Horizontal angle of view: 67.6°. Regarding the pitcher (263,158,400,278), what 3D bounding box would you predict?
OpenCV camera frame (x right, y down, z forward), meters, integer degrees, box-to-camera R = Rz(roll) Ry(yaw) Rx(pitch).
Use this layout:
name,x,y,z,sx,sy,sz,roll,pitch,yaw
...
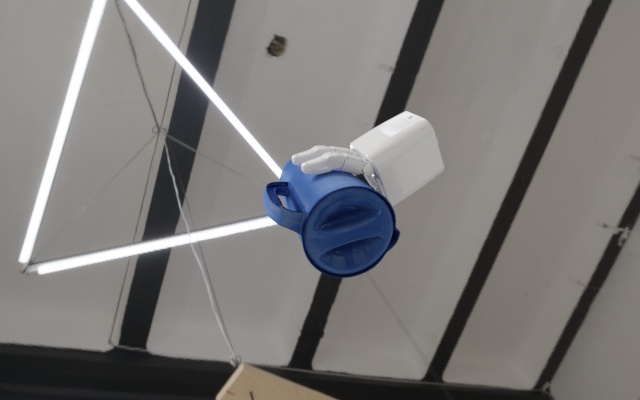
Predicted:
name,x,y,z,sx,sy,sz,roll,pitch,yaw
pitcher,0.000,0.002,0.731,0.145,0.149,0.242,-33,26,-3
